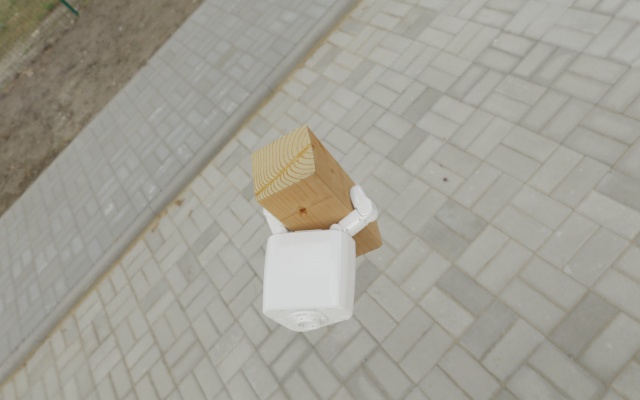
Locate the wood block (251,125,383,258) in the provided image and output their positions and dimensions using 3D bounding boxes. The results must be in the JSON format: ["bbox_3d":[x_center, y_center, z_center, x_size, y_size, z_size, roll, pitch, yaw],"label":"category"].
[{"bbox_3d":[0.000,0.002,0.681,0.091,0.090,0.206,-25,-41,17],"label":"wood block"}]
